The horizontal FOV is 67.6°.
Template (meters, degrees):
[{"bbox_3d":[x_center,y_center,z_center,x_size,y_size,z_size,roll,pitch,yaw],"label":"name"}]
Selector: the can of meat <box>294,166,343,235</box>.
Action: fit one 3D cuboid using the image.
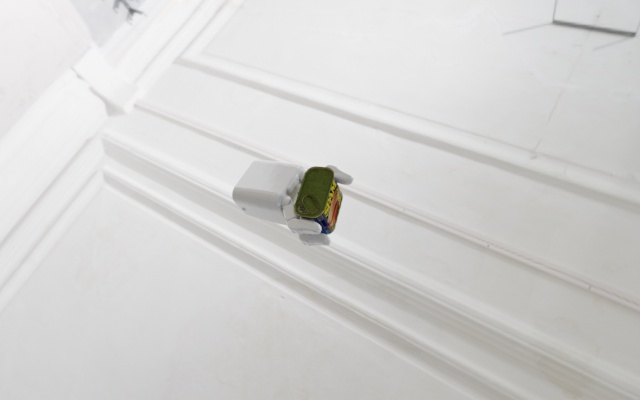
[{"bbox_3d":[0.000,0.003,0.871,0.057,0.102,0.084,7,-26,21],"label":"can of meat"}]
